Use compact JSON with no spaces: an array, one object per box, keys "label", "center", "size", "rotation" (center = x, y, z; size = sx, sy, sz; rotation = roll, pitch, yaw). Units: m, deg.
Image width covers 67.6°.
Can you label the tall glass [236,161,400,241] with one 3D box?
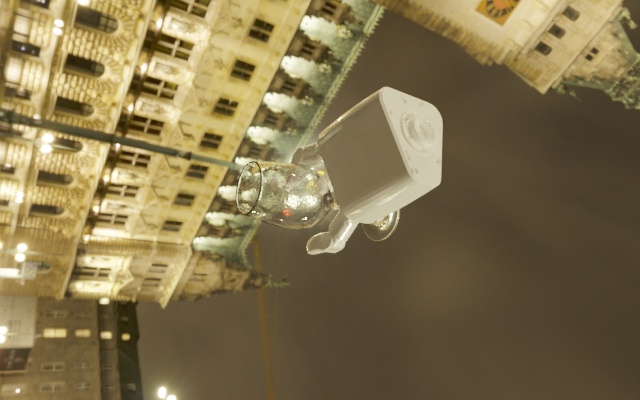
[{"label":"tall glass","center":[0.001,0.002,0.586],"size":[0.201,0.079,0.079],"rotation":[11,-6,-34]}]
